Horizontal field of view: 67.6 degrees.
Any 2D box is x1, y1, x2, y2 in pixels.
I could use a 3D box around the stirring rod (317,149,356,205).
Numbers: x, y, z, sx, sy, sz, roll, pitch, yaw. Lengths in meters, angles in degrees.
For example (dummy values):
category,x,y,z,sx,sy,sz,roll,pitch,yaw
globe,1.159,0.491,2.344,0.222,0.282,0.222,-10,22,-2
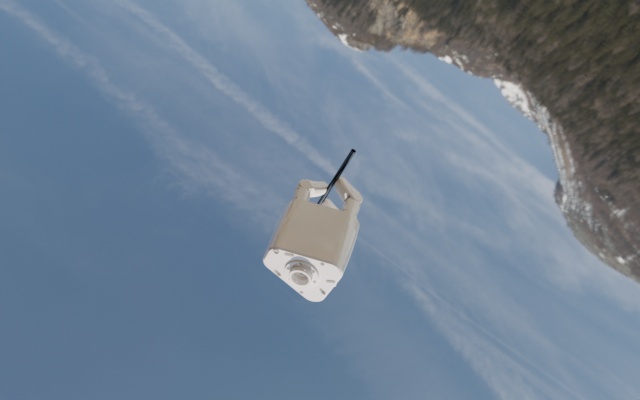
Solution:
category,x,y,z,sx,sy,sz,roll,pitch,yaw
stirring rod,0.000,0.003,0.799,0.011,0.011,0.240,0,-40,-33
